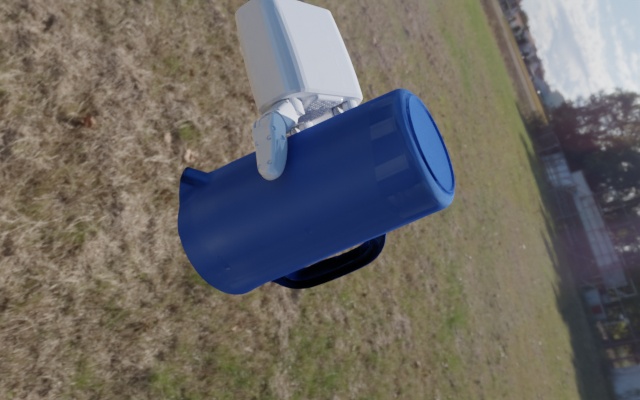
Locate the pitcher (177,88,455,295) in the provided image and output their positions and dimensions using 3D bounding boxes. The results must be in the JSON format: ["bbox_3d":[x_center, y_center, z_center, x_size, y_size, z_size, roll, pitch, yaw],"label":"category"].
[{"bbox_3d":[0.000,0.001,0.456,0.243,0.145,0.149,-22,-12,27],"label":"pitcher"}]
